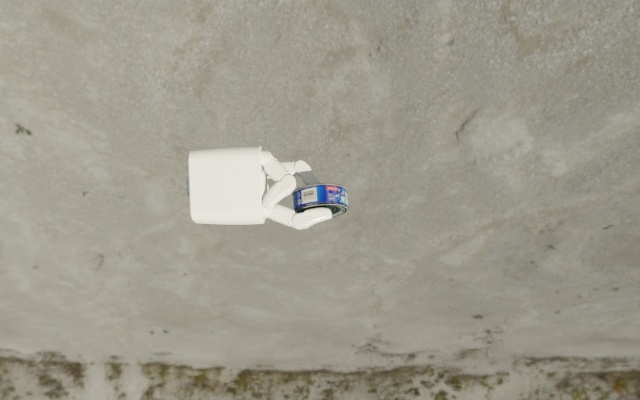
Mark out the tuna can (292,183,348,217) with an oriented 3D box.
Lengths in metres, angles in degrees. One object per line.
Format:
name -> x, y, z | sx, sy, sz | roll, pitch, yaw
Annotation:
tuna can -> 0.000, 0.003, 0.743 | 0.086, 0.033, 0.086 | -4, -17, -1
